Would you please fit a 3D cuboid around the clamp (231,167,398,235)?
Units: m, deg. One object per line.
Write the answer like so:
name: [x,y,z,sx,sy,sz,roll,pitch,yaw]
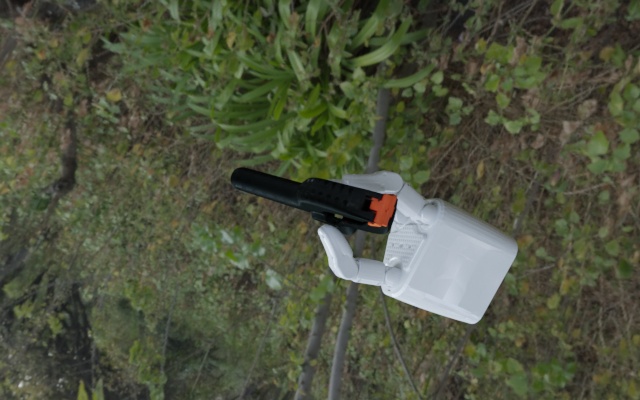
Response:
clamp: [0.000,0.002,0.469,0.164,0.036,0.210,22,-8,-17]
